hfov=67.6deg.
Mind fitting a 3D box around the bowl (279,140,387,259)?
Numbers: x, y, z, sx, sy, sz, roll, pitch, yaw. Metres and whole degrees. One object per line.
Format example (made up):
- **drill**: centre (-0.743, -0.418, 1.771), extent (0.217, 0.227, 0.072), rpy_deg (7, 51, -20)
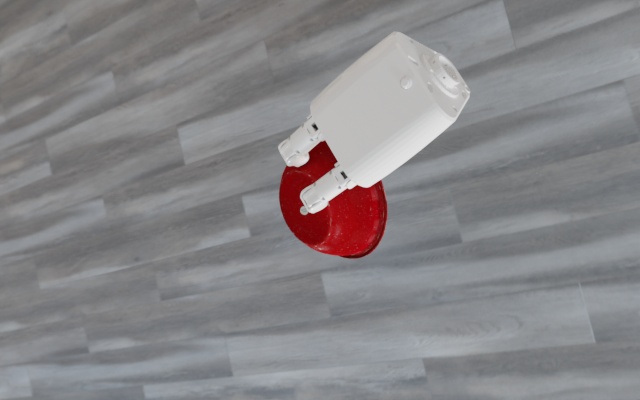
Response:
- **bowl**: centre (-0.001, 0.003, 0.566), extent (0.055, 0.162, 0.162), rpy_deg (-21, 14, -39)
